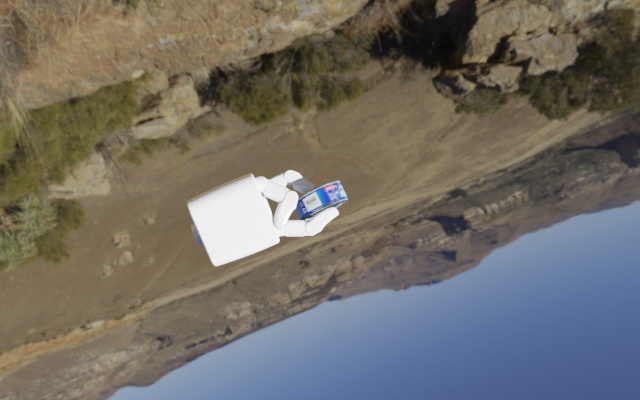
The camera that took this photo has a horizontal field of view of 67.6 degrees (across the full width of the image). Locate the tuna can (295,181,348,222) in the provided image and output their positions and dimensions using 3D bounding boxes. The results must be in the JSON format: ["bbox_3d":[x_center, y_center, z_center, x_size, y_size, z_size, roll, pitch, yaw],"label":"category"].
[{"bbox_3d":[0.000,0.003,0.772,0.086,0.033,0.086,-26,-8,-4],"label":"tuna can"}]
